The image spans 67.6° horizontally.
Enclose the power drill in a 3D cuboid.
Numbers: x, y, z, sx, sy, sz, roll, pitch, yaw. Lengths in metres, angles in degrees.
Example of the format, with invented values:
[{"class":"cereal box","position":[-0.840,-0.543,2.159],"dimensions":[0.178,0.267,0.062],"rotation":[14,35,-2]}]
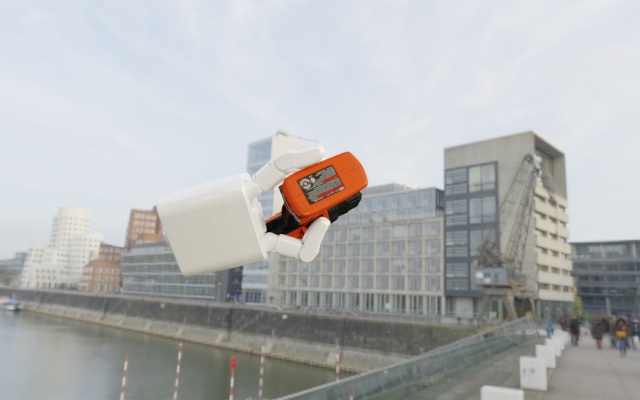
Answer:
[{"class":"power drill","position":[0.000,0.002,0.655],"dimensions":[0.184,0.057,0.188],"rotation":[-28,-12,-21]}]
